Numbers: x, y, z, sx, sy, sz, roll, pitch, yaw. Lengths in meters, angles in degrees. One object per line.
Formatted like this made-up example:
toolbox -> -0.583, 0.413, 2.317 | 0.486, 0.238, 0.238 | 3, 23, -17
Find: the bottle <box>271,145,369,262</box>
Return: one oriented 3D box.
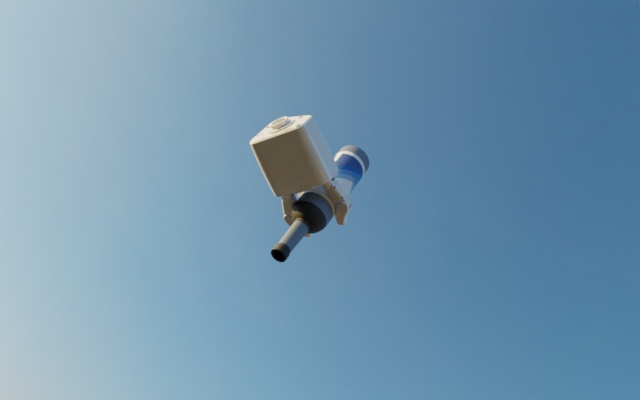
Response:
bottle -> 0.000, 0.003, 0.839 | 0.069, 0.069, 0.295 | 0, 34, 33
